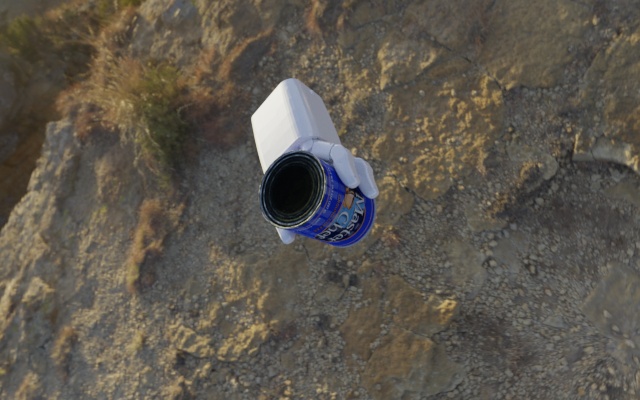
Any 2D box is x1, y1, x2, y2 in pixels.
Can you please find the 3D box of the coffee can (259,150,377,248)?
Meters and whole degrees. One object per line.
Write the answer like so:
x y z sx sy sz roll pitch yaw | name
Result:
0.000 0.002 0.646 0.103 0.102 0.140 0 -14 33 | coffee can
